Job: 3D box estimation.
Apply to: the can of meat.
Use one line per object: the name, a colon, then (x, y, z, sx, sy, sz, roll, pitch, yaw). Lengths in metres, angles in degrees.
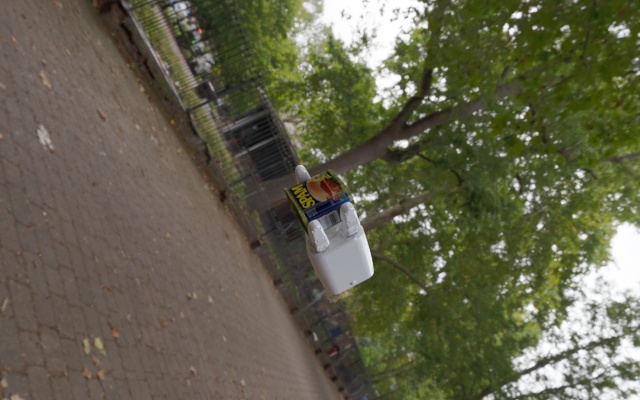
can of meat: (0.000, 0.002, 0.751, 0.084, 0.057, 0.102, -26, 35, -7)
